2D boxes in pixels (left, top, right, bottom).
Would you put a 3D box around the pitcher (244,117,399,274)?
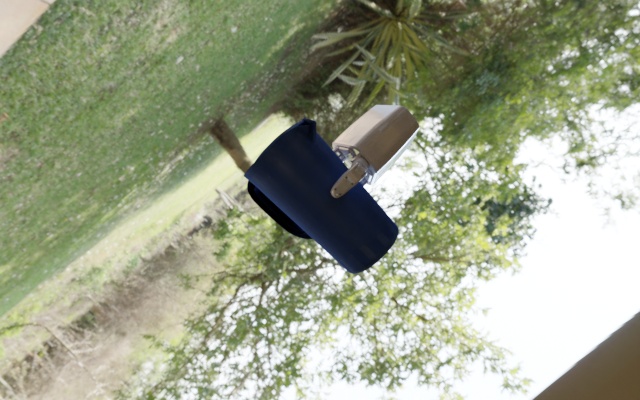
[{"bbox_3d":[0.000,0.002,0.762,0.145,0.243,0.149,-44,5,-8],"label":"pitcher"}]
